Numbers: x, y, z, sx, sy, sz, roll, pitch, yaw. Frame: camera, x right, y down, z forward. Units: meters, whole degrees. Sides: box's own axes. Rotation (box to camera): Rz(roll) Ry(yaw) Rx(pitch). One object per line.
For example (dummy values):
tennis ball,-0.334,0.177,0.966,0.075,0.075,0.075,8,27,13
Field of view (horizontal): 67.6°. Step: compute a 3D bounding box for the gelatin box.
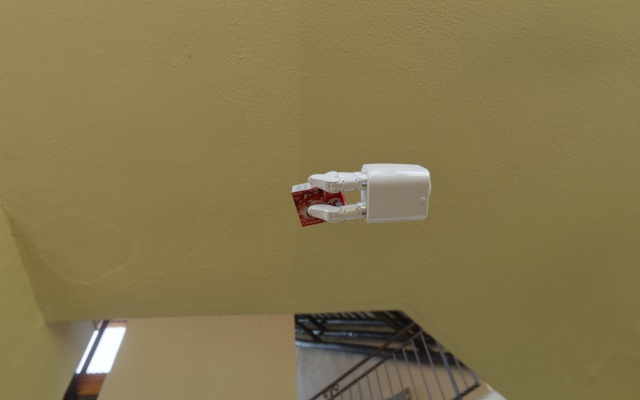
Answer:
gelatin box,0.000,0.003,0.854,0.089,0.073,0.030,-11,27,10
